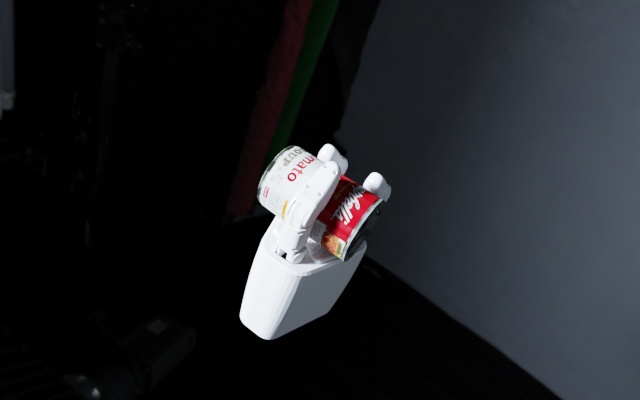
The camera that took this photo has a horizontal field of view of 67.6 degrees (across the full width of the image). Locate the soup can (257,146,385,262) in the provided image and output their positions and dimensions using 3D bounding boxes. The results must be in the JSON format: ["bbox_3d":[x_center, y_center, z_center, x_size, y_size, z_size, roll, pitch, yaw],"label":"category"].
[{"bbox_3d":[0.000,0.001,0.451,0.102,0.068,0.068,34,10,15],"label":"soup can"}]
